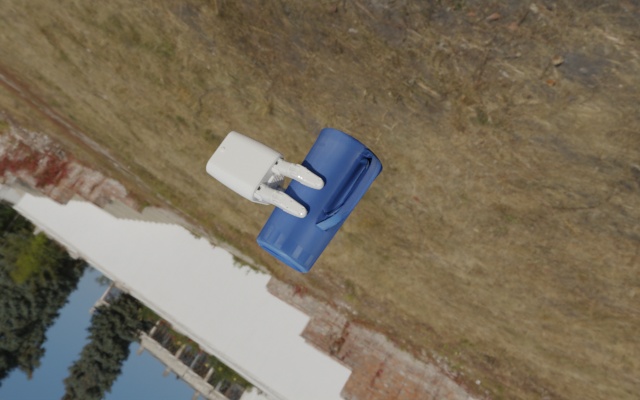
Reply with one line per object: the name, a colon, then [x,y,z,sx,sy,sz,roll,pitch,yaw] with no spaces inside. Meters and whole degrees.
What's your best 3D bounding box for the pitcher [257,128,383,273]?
pitcher: [0.000,0.003,0.841,0.145,0.243,0.149,30,-12,16]
